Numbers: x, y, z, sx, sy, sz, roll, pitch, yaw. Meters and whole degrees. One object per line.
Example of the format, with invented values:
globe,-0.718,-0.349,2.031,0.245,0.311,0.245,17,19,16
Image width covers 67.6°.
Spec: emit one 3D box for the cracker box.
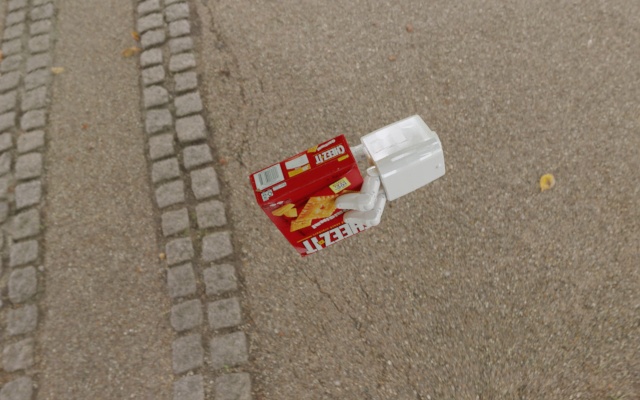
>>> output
cracker box,0.000,0.002,0.810,0.164,0.072,0.214,-23,-33,5
